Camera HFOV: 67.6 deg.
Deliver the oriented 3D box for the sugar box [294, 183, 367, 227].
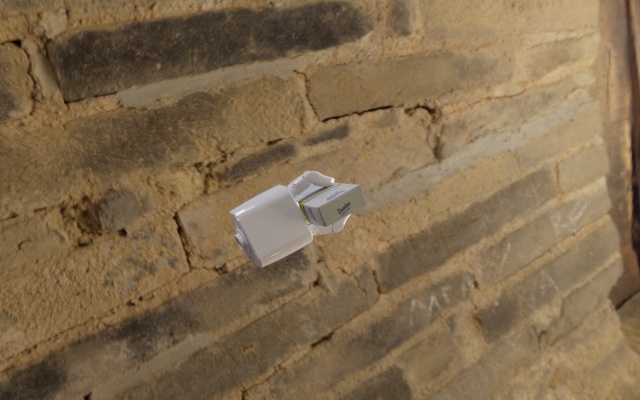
[{"bbox_3d":[0.000,0.003,0.890,0.093,0.048,0.176,-28,19,-22],"label":"sugar box"}]
